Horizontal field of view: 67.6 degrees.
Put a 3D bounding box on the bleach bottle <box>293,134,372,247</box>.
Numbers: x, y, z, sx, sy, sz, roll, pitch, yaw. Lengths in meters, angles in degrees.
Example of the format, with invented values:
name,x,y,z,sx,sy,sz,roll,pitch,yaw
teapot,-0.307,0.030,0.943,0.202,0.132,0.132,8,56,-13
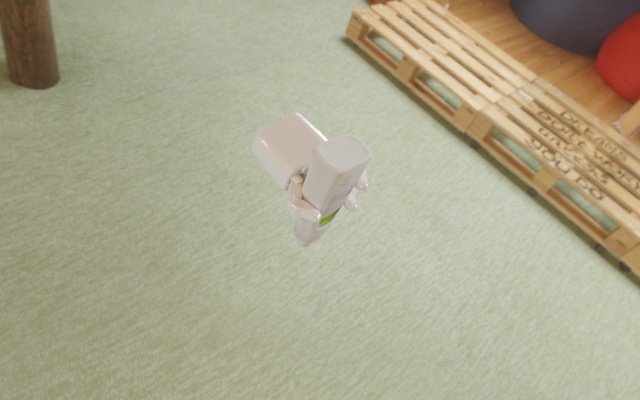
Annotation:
name,x,y,z,sx,sy,sz,roll,pitch,yaw
bleach bottle,0.000,0.003,0.826,0.102,0.068,0.251,-27,-25,-38
